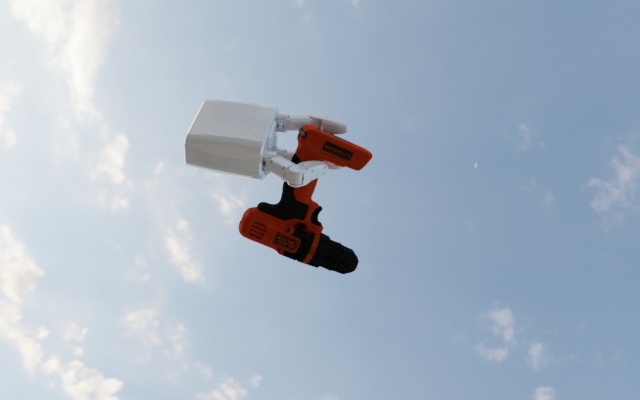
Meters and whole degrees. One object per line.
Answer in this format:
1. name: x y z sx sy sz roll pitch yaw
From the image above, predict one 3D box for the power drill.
1. power drill: 0.000 0.002 0.675 0.184 0.188 0.057 23 10 -15
